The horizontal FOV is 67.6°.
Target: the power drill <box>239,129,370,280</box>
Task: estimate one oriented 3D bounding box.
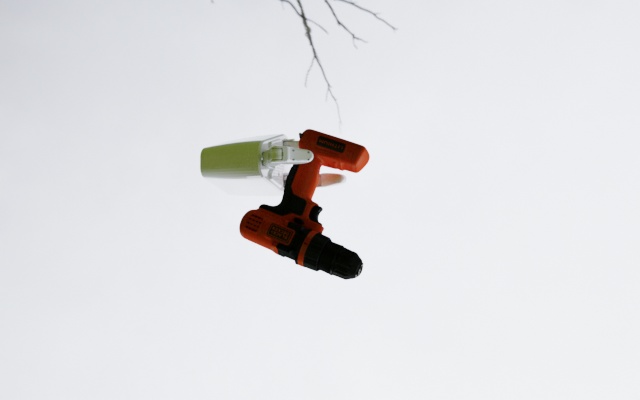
[{"bbox_3d":[0.000,0.002,0.671,0.184,0.187,0.057,21,-17,15],"label":"power drill"}]
